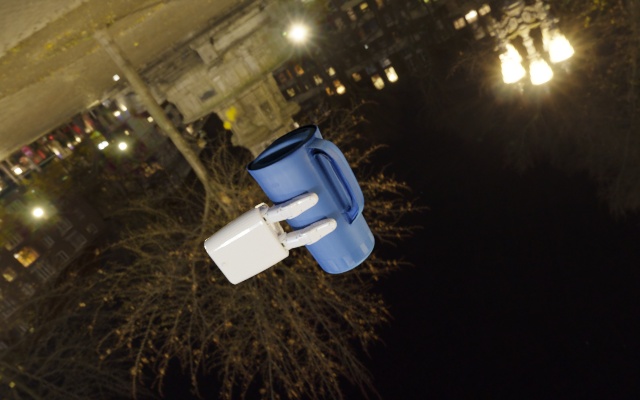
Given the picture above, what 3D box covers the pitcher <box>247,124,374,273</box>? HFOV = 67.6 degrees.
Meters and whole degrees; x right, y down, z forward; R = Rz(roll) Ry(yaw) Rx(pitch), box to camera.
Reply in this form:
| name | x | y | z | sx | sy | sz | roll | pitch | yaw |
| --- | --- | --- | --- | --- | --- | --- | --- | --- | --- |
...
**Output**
| name | x | y | z | sx | sy | sz | roll | pitch | yaw |
| --- | --- | --- | --- | --- | --- | --- | --- | --- | --- |
| pitcher | 0.000 | 0.003 | 0.805 | 0.145 | 0.243 | 0.149 | -30 | 22 | 5 |
